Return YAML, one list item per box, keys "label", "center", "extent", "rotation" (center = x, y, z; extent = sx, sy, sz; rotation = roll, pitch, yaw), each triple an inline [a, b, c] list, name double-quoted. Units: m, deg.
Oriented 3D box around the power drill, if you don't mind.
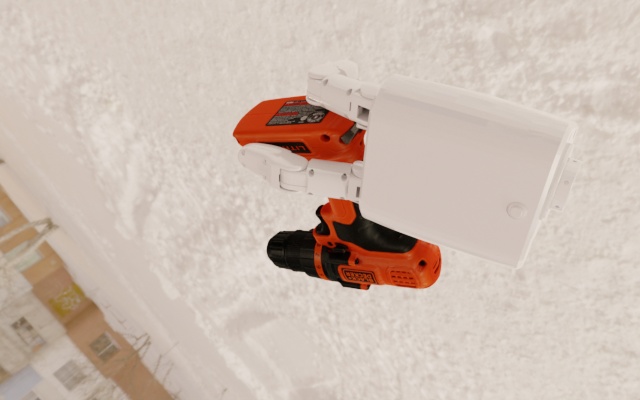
- label: "power drill"
  center: [0.000, 0.001, 0.418]
  extent: [0.184, 0.188, 0.057]
  rotation: [0, 43, 32]
